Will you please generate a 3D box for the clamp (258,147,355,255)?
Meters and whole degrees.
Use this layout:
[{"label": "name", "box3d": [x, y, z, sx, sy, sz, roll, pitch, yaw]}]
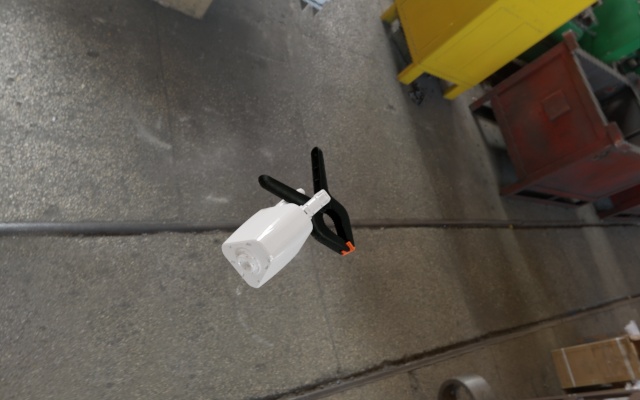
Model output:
[{"label": "clamp", "box3d": [0.001, 0.003, 0.881, 0.036, 0.210, 0.164, -33, 7, 48]}]
